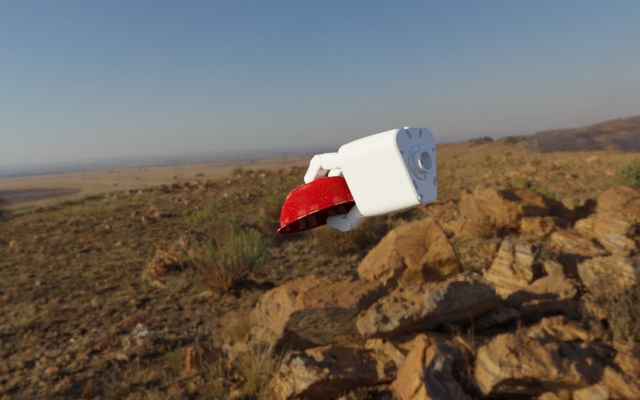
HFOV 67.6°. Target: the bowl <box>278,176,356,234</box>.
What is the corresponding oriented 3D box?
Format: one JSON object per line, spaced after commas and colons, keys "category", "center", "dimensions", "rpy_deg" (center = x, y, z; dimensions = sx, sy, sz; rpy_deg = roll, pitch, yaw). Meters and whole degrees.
{"category": "bowl", "center": [-0.001, 0.003, 0.773], "dimensions": [0.162, 0.055, 0.162], "rpy_deg": [-19, -11, -4]}
